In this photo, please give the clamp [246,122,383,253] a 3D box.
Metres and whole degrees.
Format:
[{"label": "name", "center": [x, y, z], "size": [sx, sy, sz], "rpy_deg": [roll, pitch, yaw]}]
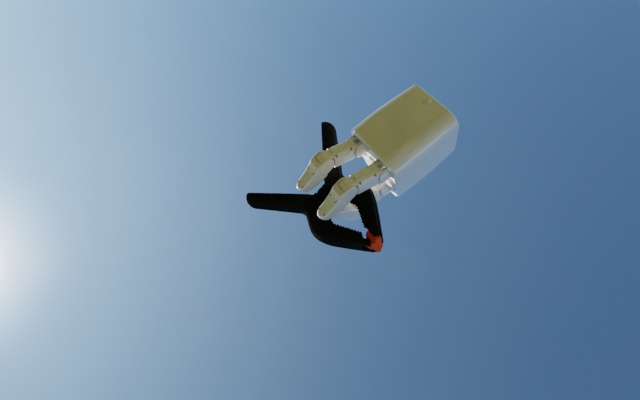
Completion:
[{"label": "clamp", "center": [0.001, 0.003, 0.634], "size": [0.164, 0.210, 0.036], "rpy_deg": [-39, -36, 1]}]
